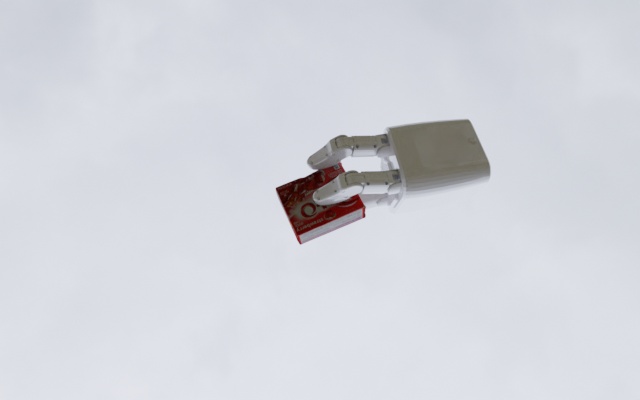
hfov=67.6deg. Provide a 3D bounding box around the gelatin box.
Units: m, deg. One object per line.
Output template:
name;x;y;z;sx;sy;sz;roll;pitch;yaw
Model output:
gelatin box;0.000;0.002;0.574;0.089;0.073;0.030;-23;-30;-7
